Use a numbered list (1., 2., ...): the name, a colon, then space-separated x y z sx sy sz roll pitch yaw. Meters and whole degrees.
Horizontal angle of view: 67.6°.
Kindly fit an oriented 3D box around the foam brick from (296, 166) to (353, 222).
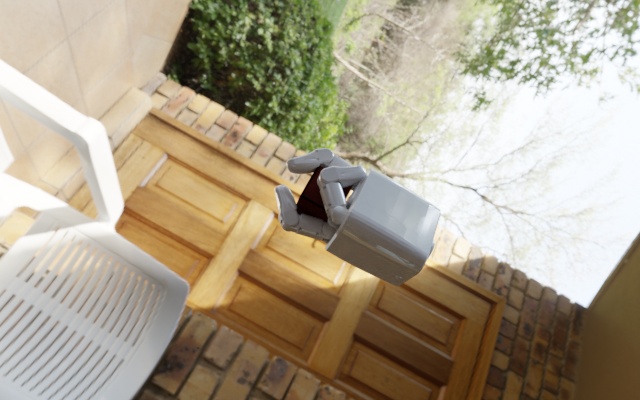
1. foam brick: 0.000 0.002 0.618 0.051 0.053 0.078 29 -26 0
